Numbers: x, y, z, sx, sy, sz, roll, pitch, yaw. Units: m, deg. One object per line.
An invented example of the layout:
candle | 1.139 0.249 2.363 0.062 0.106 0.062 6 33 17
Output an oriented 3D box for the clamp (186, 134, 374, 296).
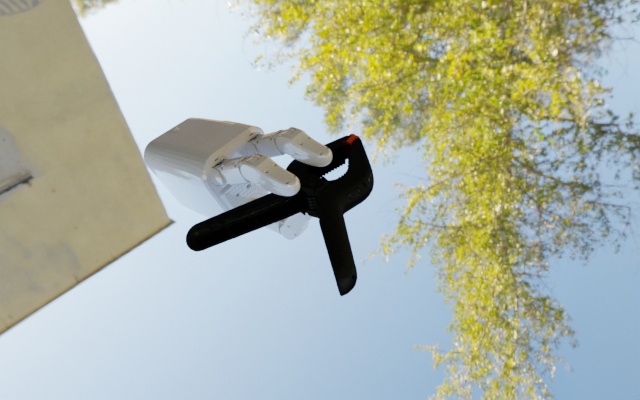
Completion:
clamp | 0.000 0.002 0.456 0.164 0.036 0.210 18 44 30
